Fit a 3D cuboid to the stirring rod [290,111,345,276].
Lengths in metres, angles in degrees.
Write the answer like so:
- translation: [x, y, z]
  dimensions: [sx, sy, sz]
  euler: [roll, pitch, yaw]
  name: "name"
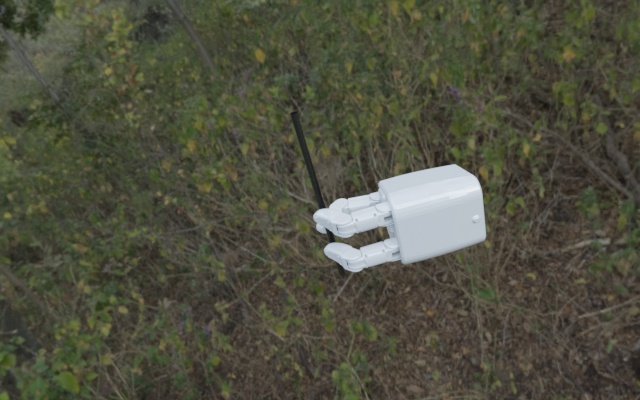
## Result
- translation: [0.000, 0.002, 0.591]
  dimensions: [0.011, 0.240, 0.011]
  euler: [-12, 31, 8]
  name: "stirring rod"
